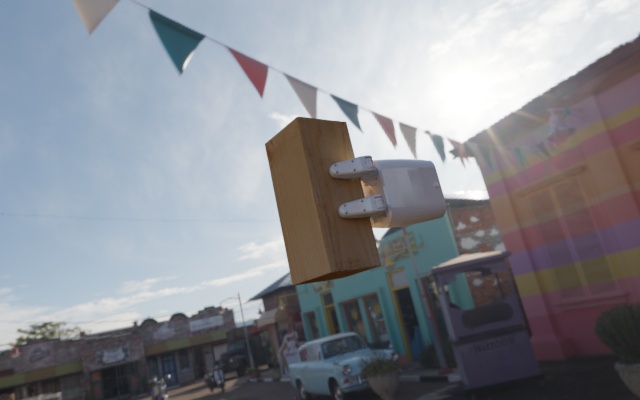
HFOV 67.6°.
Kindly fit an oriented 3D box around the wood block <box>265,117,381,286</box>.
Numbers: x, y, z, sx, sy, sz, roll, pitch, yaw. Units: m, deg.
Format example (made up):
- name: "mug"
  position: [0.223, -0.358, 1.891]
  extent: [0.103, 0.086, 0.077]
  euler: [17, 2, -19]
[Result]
- name: "wood block"
  position: [0.000, 0.002, 0.653]
  extent: [0.090, 0.206, 0.091]
  euler: [-2, -18, -37]
